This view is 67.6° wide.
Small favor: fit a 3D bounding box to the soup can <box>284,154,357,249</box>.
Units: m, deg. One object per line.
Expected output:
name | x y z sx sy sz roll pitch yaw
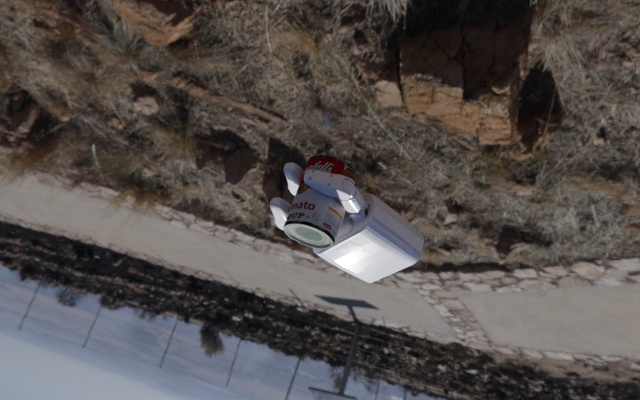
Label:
soup can | 0.000 0.002 0.607 0.068 0.102 0.068 15 -27 8
